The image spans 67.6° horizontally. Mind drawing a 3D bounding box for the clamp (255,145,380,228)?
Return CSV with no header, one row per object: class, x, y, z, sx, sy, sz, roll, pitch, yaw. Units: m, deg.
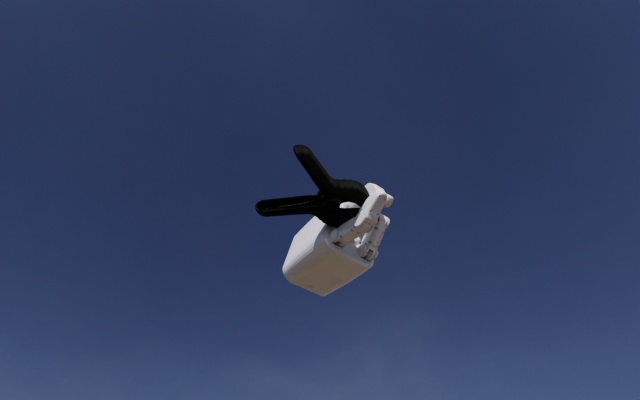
clamp,0.000,0.002,0.650,0.171,0.039,0.120,29,-53,-29
